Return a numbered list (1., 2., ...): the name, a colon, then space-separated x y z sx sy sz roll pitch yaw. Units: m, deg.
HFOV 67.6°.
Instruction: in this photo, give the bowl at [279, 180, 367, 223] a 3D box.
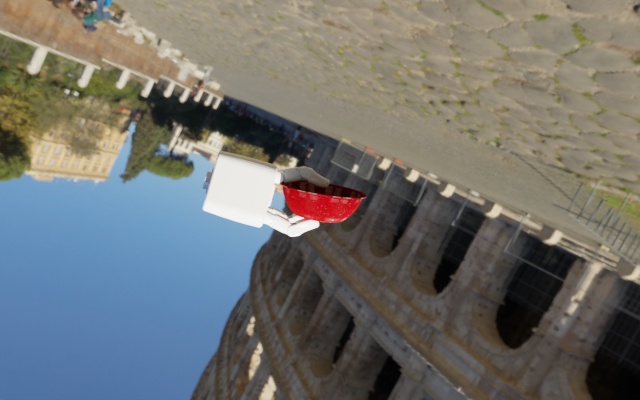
1. bowl: 0.001 0.004 0.873 0.162 0.055 0.162 9 9 -1
